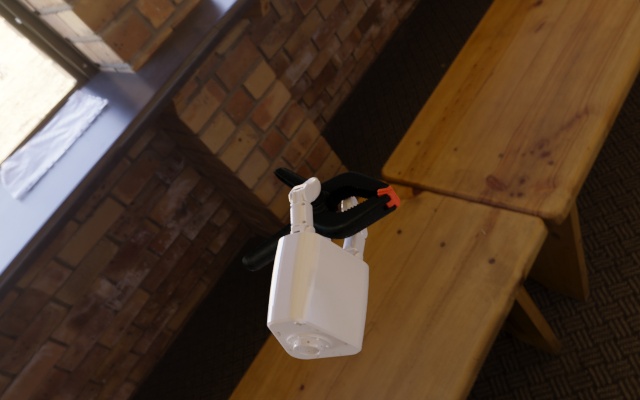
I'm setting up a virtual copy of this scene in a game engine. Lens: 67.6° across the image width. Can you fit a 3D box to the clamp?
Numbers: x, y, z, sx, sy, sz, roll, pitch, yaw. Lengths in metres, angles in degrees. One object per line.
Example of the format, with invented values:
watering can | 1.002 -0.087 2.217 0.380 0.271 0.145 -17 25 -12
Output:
clamp | 0.000 0.002 0.615 0.210 0.164 0.036 -15 -42 27
